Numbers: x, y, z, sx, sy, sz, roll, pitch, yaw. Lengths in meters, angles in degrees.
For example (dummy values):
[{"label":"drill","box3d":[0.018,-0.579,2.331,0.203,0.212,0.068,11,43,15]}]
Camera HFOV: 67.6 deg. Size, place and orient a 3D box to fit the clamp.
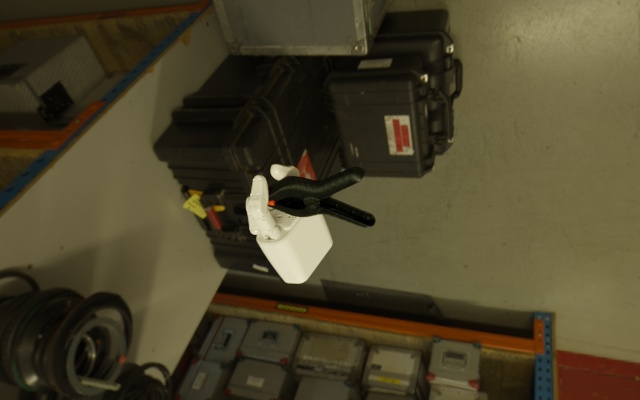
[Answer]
[{"label":"clamp","box3d":[0.000,0.003,0.712,0.171,0.120,0.039,-3,43,26]}]
